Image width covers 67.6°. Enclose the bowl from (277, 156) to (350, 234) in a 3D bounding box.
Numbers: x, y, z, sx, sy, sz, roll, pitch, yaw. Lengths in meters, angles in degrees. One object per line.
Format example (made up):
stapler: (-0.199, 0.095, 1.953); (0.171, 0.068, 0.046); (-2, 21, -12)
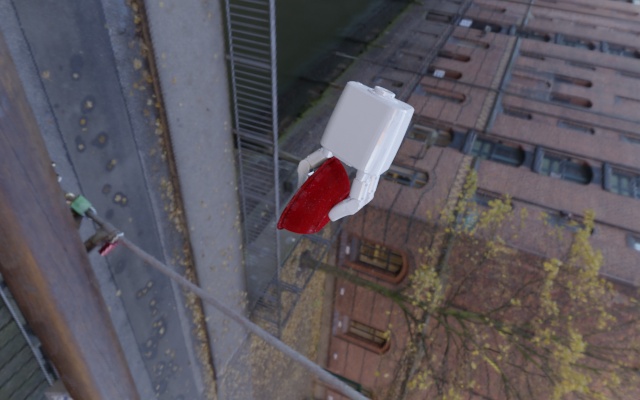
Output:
bowl: (0.000, 0.004, 0.798); (0.055, 0.162, 0.162); (40, 7, 8)
